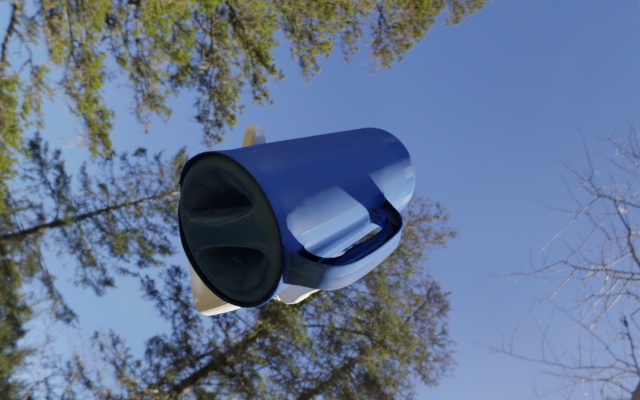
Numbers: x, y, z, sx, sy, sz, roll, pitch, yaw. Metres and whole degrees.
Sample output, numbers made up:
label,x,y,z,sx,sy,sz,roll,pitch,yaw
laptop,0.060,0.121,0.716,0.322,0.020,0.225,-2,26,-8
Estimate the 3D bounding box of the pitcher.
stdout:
label,x,y,z,sx,sy,sz,roll,pitch,yaw
pitcher,0.000,0.002,0.467,0.243,0.149,0.145,-22,-7,-47
